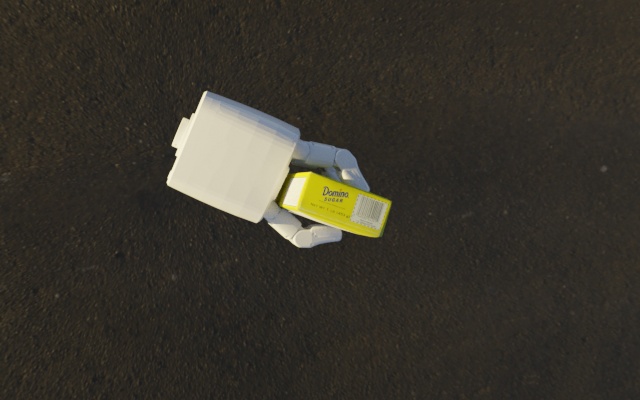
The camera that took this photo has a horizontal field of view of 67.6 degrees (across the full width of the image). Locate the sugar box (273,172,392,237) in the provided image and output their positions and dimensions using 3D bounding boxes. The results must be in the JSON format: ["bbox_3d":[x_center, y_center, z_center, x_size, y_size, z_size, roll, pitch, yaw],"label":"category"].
[{"bbox_3d":[0.000,0.001,0.541,0.093,0.048,0.176,20,-1,-17],"label":"sugar box"}]
